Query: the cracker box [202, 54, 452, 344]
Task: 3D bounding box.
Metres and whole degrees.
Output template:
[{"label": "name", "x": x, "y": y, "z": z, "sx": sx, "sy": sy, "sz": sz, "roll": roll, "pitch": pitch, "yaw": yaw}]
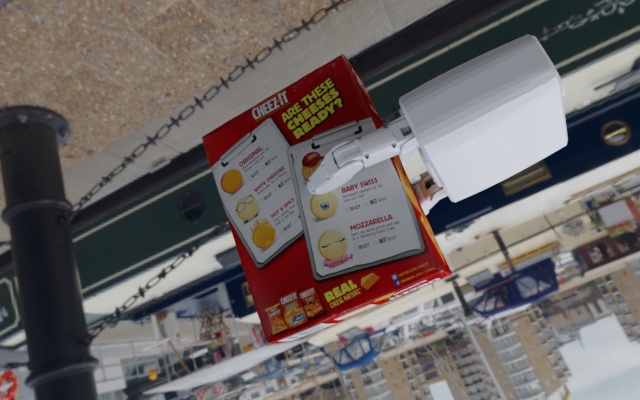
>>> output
[{"label": "cracker box", "x": 0.000, "y": 0.002, "z": 0.446, "sx": 0.164, "sy": 0.213, "sz": 0.072, "roll": -27, "pitch": -20, "yaw": 15}]
